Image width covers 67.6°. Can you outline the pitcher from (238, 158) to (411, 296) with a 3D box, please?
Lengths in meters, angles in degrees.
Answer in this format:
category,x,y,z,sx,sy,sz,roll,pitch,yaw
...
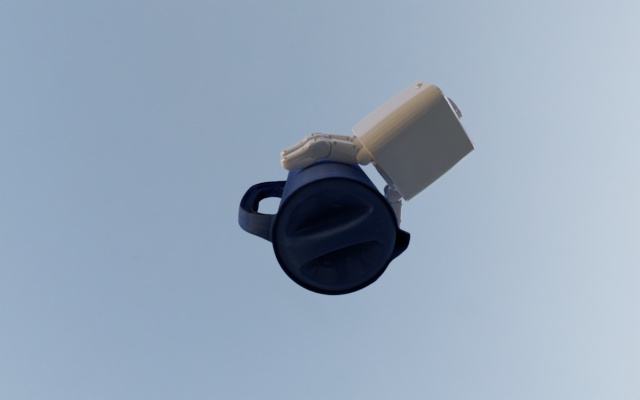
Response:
category,x,y,z,sx,sy,sz,roll,pitch,yaw
pitcher,0.000,0.002,0.600,0.145,0.149,0.242,-37,16,9
